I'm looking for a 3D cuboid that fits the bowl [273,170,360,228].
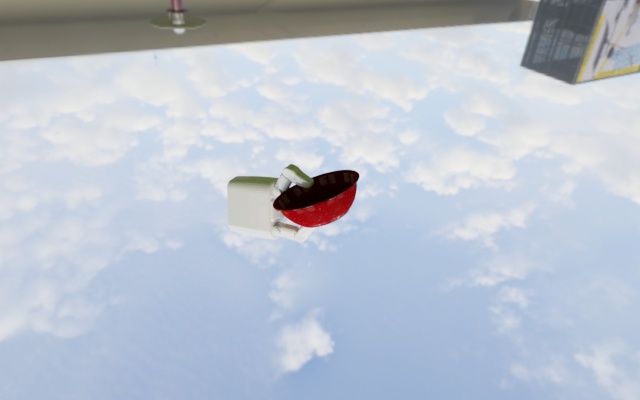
[{"bbox_3d":[0.001,0.003,0.842,0.162,0.055,0.162,-19,18,6],"label":"bowl"}]
